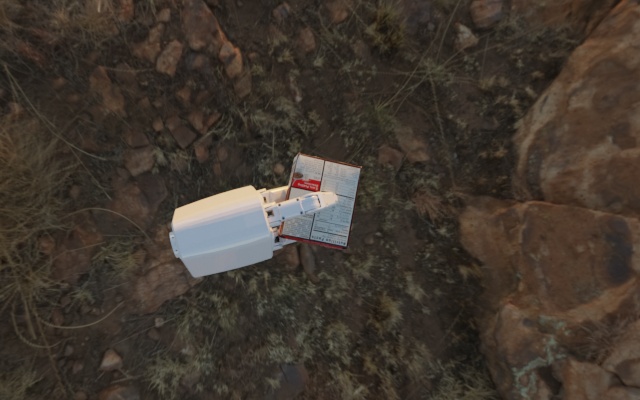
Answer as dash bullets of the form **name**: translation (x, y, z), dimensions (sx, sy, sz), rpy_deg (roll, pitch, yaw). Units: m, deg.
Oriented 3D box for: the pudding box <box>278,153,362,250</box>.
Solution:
- **pudding box**: translation (0.000, 0.002, 0.624), dimensions (0.090, 0.113, 0.039), rpy_deg (12, -8, -8)
